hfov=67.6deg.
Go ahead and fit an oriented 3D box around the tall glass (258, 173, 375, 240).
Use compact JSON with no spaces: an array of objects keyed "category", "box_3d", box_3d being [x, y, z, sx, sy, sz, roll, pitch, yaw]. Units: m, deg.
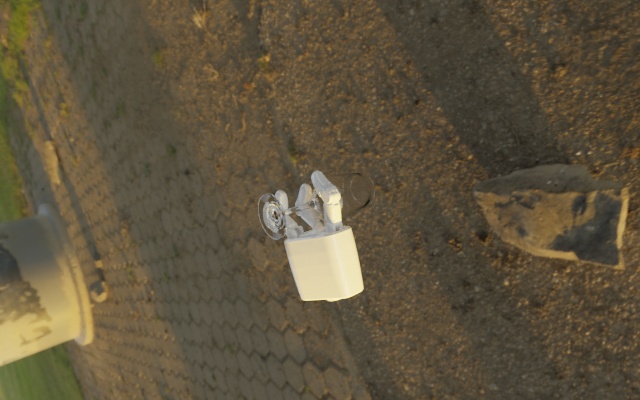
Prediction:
[{"category":"tall glass","box_3d":[0.000,0.003,0.796,0.201,0.079,0.079,-17,11,-38]}]
